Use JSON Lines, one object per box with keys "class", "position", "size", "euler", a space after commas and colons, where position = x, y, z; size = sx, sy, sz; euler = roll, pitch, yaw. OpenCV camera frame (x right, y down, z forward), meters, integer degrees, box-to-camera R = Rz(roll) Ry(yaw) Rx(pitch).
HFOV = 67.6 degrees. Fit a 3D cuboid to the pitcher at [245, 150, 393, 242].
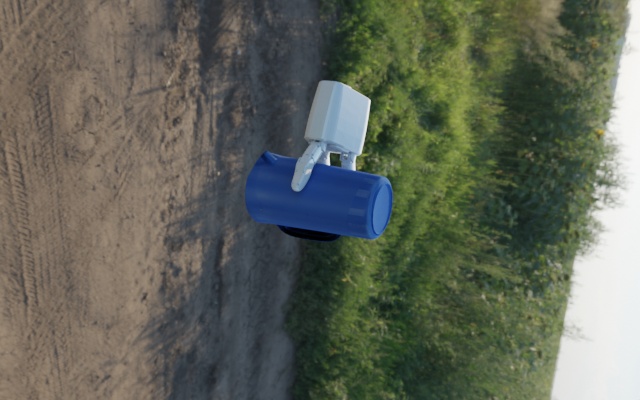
{"class": "pitcher", "position": [0.000, 0.003, 0.854], "size": [0.243, 0.145, 0.149], "euler": [11, -5, 27]}
